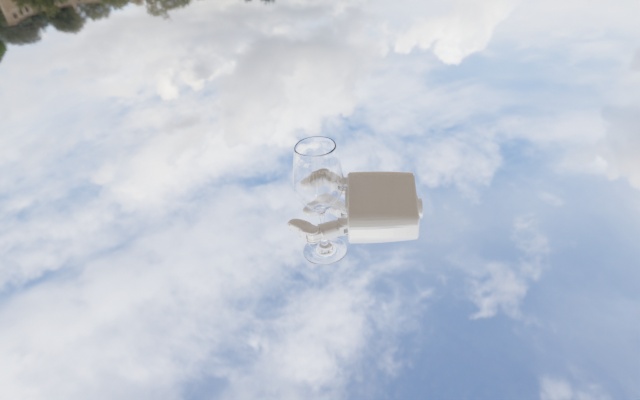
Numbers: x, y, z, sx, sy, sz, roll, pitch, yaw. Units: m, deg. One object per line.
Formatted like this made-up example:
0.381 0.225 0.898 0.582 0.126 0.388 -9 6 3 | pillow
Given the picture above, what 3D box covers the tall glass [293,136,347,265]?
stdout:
0.000 0.003 0.747 0.079 0.201 0.079 -4 35 3 | tall glass
